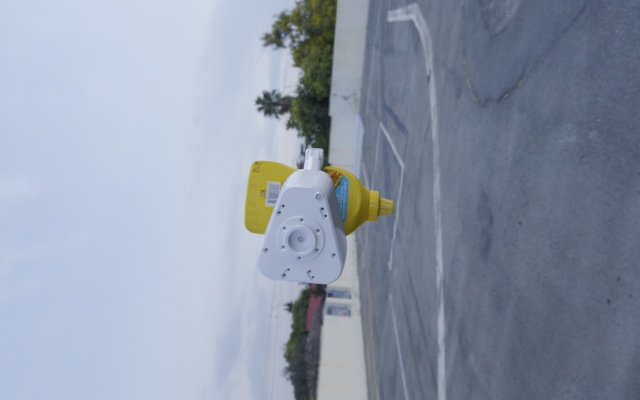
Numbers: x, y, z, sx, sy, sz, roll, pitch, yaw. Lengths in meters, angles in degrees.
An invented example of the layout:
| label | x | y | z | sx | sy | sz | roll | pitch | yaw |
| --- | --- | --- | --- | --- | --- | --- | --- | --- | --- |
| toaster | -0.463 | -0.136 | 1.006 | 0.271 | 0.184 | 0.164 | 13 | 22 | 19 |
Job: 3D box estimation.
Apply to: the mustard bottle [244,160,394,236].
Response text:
| label | x | y | z | sx | sy | sz | roll | pitch | yaw |
| --- | --- | --- | --- | --- | --- | --- | --- | --- | --- |
| mustard bottle | 0.000 | 0.002 | 0.631 | 0.191 | 0.096 | 0.058 | 4 | -14 | 2 |
